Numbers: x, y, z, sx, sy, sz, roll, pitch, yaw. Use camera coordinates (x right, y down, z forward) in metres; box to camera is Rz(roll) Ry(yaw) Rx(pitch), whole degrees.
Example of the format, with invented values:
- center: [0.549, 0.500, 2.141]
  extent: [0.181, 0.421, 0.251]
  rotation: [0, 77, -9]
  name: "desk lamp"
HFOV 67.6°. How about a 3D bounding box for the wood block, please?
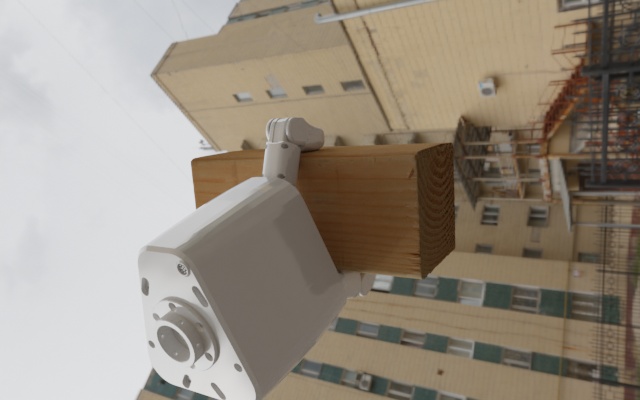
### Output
- center: [0.000, 0.001, 0.406]
  extent: [0.206, 0.091, 0.090]
  rotation: [2, 11, 31]
  name: "wood block"
